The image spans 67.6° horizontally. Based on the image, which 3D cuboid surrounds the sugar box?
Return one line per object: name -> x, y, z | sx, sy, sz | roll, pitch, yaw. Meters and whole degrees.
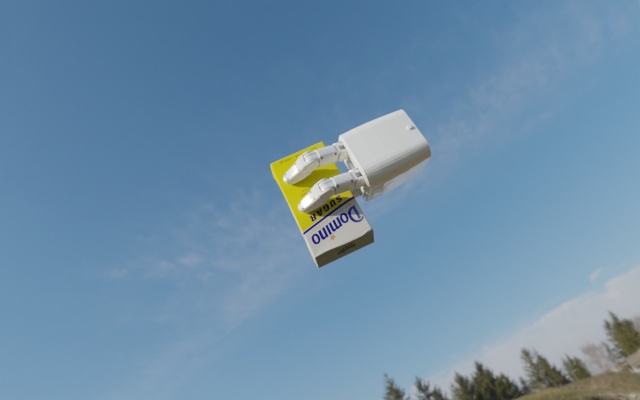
sugar box -> 0.000, 0.002, 0.711 | 0.093, 0.176, 0.048 | -25, -32, -6
